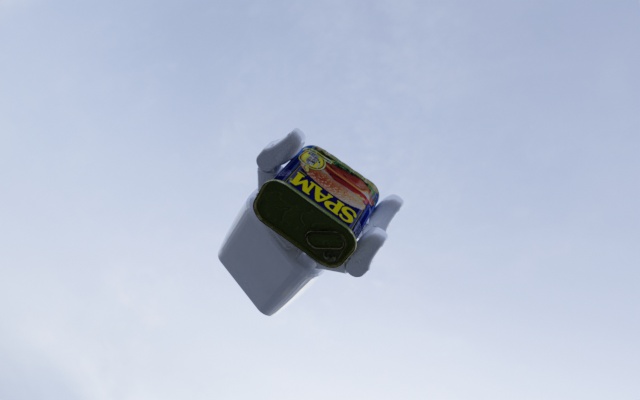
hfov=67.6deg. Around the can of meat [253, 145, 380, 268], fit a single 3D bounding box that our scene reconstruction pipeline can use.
[{"bbox_3d":[0.000,0.001,0.466,0.102,0.057,0.084,35,41,1],"label":"can of meat"}]
